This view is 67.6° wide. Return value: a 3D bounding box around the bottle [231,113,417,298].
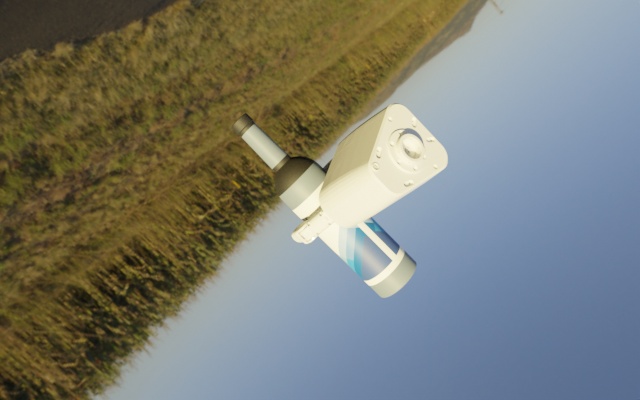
[{"bbox_3d":[0.000,0.002,0.620,0.069,0.296,0.069,-44,7,7],"label":"bottle"}]
